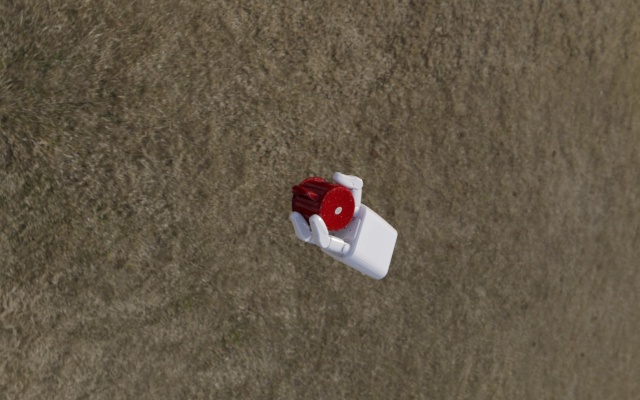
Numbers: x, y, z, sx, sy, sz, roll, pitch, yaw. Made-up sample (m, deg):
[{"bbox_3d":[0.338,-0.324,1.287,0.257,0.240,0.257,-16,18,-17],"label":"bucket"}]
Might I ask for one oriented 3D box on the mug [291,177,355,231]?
[{"bbox_3d":[-0.001,0.002,0.850,0.117,0.093,0.081,33,-10,-36],"label":"mug"}]
